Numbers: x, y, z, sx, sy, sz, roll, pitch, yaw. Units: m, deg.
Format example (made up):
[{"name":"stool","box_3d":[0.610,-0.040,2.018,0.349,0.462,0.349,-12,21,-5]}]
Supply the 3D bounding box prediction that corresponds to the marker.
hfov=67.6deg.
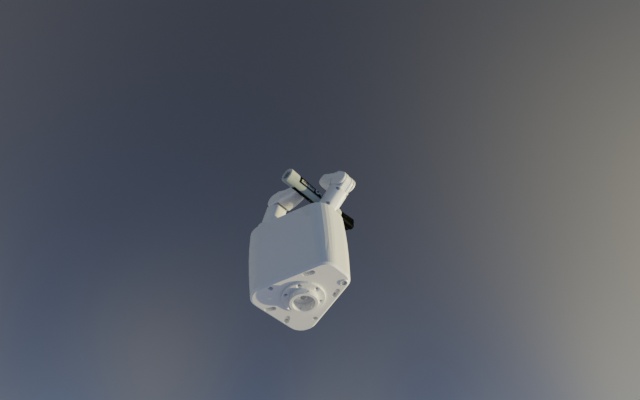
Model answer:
[{"name":"marker","box_3d":[0.000,0.002,0.611,0.121,0.020,0.020,39,-21,-28]}]
